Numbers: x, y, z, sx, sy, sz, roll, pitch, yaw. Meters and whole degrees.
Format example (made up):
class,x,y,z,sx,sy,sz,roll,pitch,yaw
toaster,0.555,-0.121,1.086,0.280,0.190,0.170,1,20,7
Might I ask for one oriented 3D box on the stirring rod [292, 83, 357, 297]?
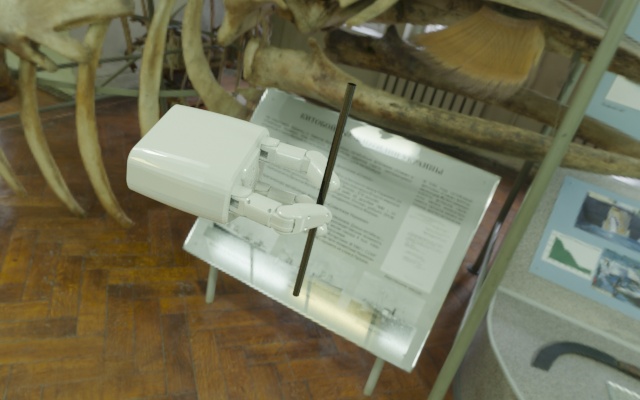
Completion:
class,x,y,z,sx,sy,sz,roll,pitch,yaw
stirring rod,0.000,0.002,0.471,0.011,0.240,0.011,12,29,-6
